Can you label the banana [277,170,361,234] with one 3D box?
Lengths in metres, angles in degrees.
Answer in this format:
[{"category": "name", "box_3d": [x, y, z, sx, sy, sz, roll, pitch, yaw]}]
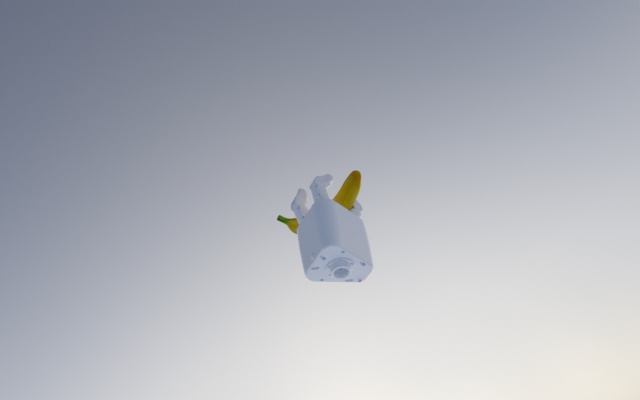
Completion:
[{"category": "banana", "box_3d": [0.009, 0.017, 0.891, 0.198, 0.070, 0.037, -31, 24, 25]}]
